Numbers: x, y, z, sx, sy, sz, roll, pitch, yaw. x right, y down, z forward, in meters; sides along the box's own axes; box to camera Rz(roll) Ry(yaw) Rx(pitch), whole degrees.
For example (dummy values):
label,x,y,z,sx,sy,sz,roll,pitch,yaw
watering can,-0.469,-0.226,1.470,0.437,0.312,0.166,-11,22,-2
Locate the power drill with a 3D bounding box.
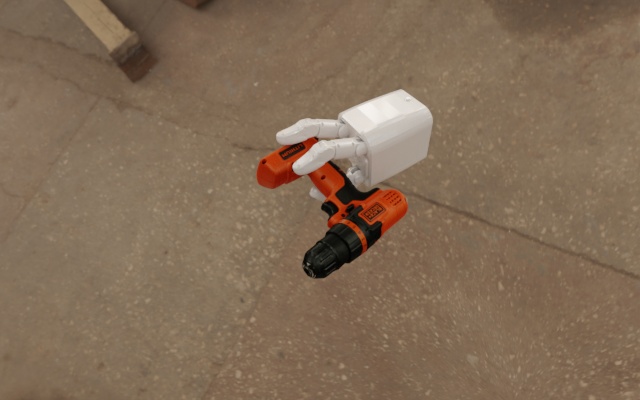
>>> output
label,x,y,z,sx,sy,sz,roll,pitch,yaw
power drill,0.000,0.002,0.651,0.187,0.057,0.184,42,53,21
